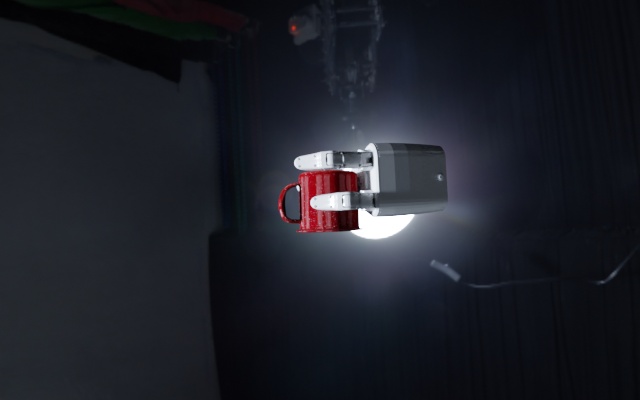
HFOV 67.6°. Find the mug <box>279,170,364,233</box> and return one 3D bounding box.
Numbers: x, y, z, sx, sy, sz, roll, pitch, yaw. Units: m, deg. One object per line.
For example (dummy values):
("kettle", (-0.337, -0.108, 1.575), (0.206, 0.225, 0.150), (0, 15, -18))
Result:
("mug", (-0.001, 0.002, 0.659), (0.117, 0.081, 0.093), (-2, -2, -12))
